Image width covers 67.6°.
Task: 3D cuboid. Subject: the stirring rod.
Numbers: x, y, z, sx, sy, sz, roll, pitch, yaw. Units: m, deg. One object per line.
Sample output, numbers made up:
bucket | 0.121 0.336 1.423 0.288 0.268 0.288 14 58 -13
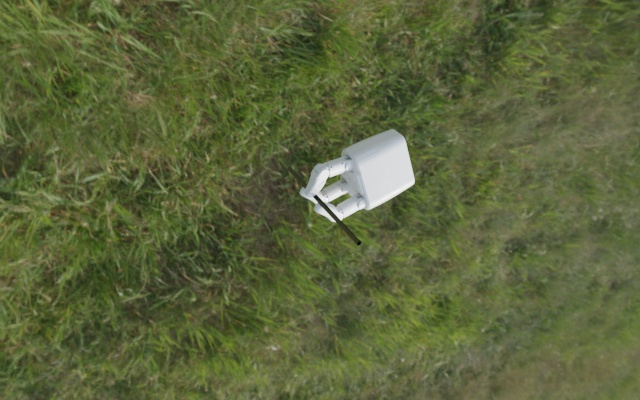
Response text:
stirring rod | 0.000 0.003 0.807 0.011 0.011 0.239 0 31 -35
